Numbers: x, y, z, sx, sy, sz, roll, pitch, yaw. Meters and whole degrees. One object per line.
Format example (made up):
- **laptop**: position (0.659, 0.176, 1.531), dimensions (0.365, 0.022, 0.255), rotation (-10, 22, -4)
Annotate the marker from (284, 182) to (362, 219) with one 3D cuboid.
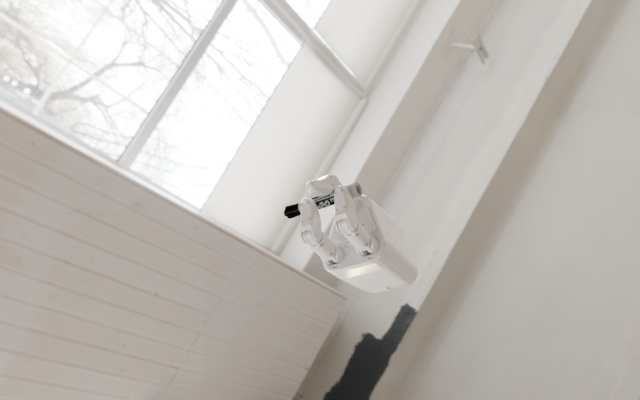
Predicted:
- **marker**: position (0.000, 0.002, 0.639), dimensions (0.121, 0.020, 0.020), rotation (-19, -10, 31)
